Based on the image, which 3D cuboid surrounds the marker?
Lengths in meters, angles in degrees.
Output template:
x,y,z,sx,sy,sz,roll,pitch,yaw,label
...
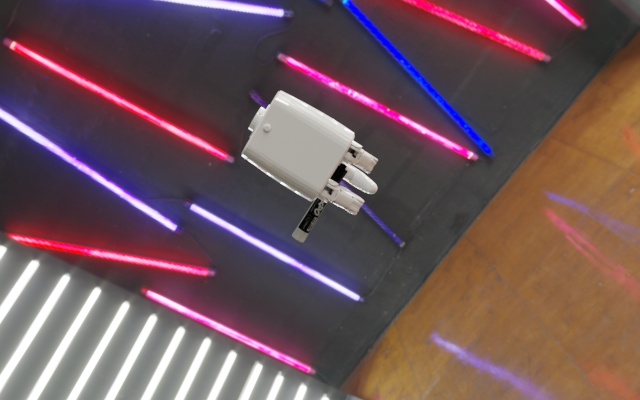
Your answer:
x,y,z,sx,sy,sz,roll,pitch,yaw,label
0.000,0.002,0.648,0.020,0.121,0.020,32,7,-4,marker
